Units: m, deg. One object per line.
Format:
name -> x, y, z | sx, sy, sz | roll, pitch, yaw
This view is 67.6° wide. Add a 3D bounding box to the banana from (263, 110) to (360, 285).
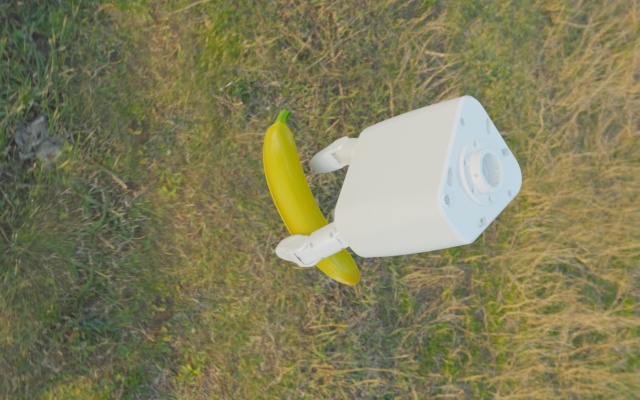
banana -> -0.013, 0.004, 0.476 | 0.037, 0.198, 0.069 | -18, 6, 45
